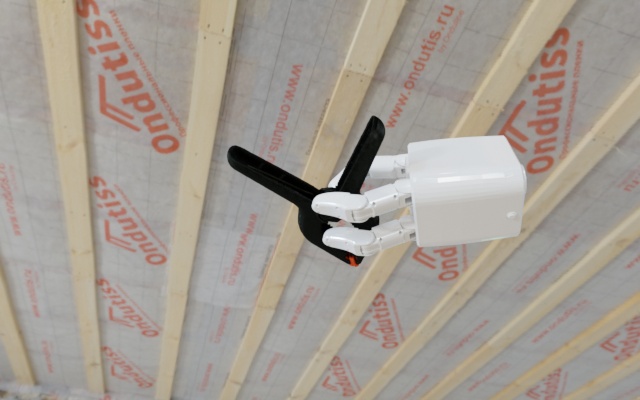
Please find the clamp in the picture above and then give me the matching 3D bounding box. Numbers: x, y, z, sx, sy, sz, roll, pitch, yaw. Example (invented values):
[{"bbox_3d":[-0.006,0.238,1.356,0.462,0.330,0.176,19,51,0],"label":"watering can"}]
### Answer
[{"bbox_3d":[0.001,0.002,0.531,0.164,0.036,0.210,-3,-44,14],"label":"clamp"}]
